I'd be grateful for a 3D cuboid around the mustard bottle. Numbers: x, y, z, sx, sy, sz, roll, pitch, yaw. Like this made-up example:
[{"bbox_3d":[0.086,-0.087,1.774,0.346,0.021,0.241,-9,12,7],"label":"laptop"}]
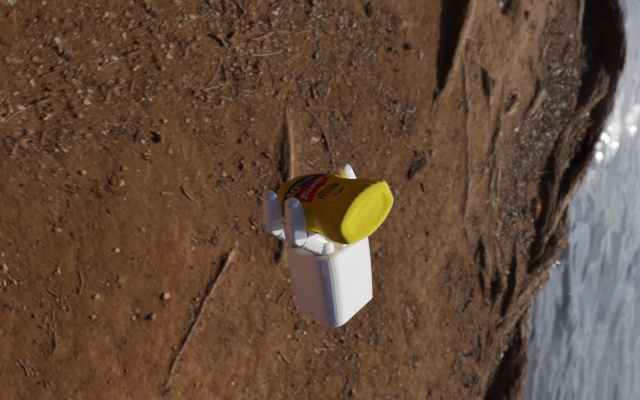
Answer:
[{"bbox_3d":[0.000,0.002,0.649,0.096,0.058,0.191,-43,31,-24],"label":"mustard bottle"}]
